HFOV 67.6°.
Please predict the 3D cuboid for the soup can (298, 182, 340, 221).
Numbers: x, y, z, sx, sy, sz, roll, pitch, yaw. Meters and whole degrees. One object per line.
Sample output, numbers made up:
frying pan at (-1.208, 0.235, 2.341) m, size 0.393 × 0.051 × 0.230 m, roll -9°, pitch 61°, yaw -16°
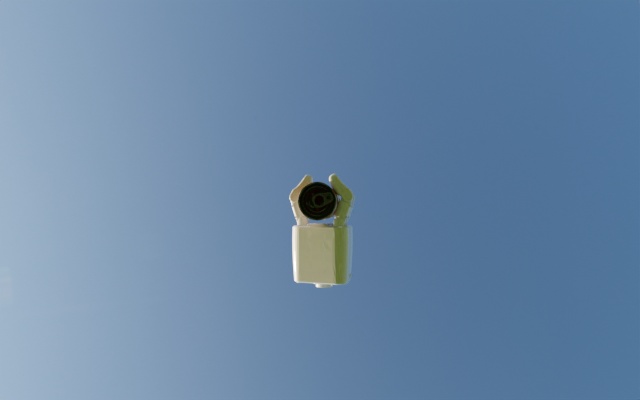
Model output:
soup can at (0.000, 0.002, 0.883) m, size 0.068 × 0.068 × 0.102 m, roll 0°, pitch -2°, yaw 7°
